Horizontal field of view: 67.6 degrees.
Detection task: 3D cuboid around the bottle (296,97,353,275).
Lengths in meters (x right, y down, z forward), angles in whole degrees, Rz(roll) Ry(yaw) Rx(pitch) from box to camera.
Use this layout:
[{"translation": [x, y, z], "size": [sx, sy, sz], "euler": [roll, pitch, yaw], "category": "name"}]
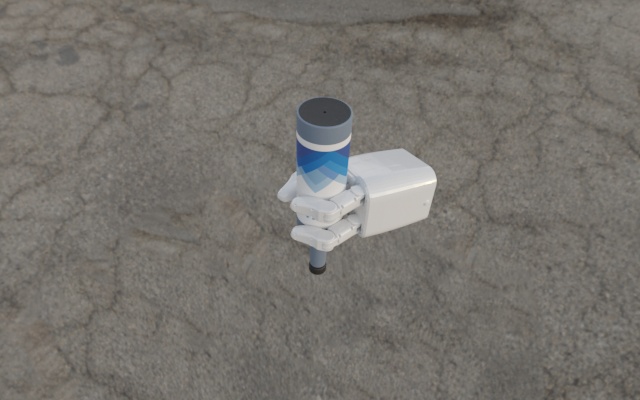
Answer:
[{"translation": [0.000, 0.002, 0.660], "size": [0.069, 0.296, 0.069], "euler": [1, 44, -1], "category": "bottle"}]
